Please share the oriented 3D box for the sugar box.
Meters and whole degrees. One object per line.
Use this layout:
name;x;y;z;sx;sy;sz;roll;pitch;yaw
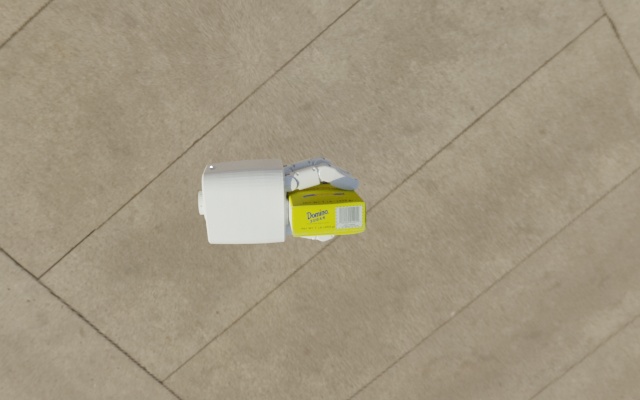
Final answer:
sugar box;0.000;0.002;0.662;0.093;0.048;0.176;-3;16;-8
